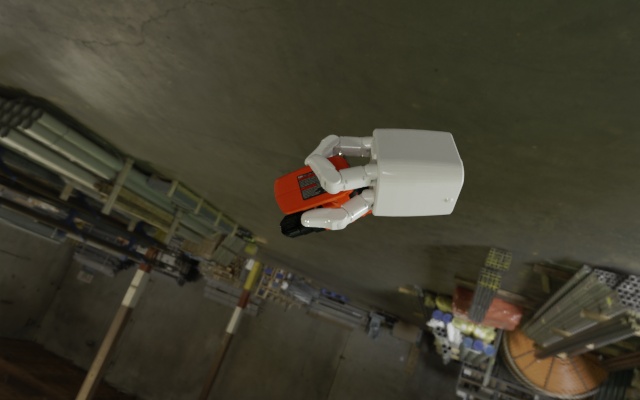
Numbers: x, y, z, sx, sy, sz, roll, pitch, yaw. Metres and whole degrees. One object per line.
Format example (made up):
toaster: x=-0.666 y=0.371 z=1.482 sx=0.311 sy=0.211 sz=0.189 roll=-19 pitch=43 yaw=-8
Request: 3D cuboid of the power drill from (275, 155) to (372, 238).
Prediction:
power drill: x=0.000 y=0.002 z=0.706 sx=0.184 sy=0.057 sz=0.188 roll=-22 pitch=-16 yaw=11
